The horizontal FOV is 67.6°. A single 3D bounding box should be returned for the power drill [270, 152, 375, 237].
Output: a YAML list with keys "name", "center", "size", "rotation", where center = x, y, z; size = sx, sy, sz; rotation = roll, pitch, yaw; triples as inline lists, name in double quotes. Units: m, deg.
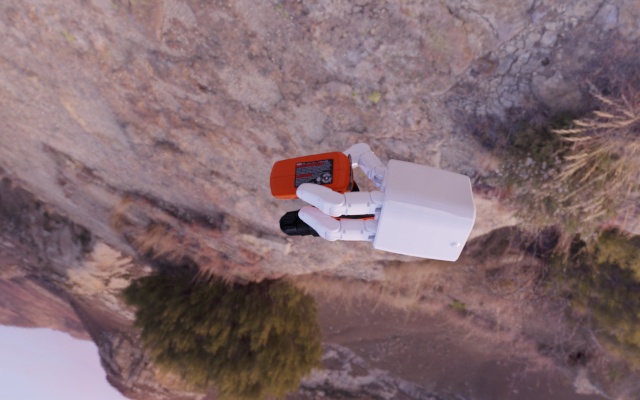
- name: "power drill"
  center: [0.000, 0.002, 0.675]
  size: [0.184, 0.057, 0.188]
  rotation: [-8, -23, 18]
